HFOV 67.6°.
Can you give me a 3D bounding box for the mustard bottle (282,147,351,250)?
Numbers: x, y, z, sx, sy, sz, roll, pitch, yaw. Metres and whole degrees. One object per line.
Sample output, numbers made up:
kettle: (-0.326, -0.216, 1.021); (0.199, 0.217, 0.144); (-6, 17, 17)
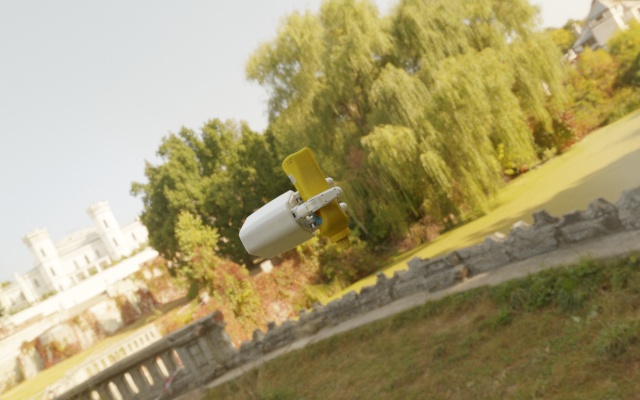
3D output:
mustard bottle: (0.000, 0.002, 0.858); (0.058, 0.191, 0.096); (-29, -2, -13)
